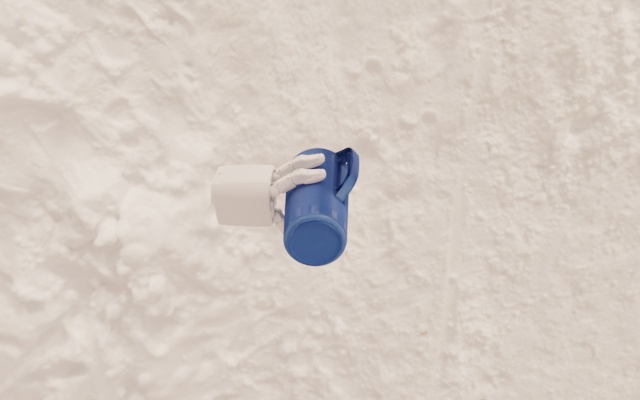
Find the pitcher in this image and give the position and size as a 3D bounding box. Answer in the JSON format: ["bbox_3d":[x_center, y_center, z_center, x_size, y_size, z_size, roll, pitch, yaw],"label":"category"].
[{"bbox_3d":[0.000,0.003,0.889,0.145,0.149,0.242,1,31,0],"label":"pitcher"}]
